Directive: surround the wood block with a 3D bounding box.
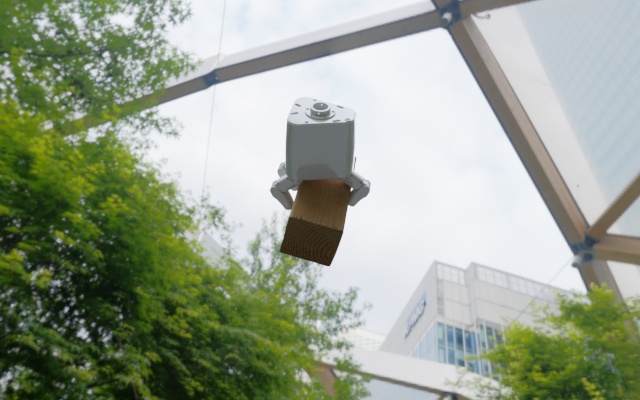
[{"bbox_3d":[0.001,0.002,0.840,0.091,0.090,0.206,16,41,-2],"label":"wood block"}]
